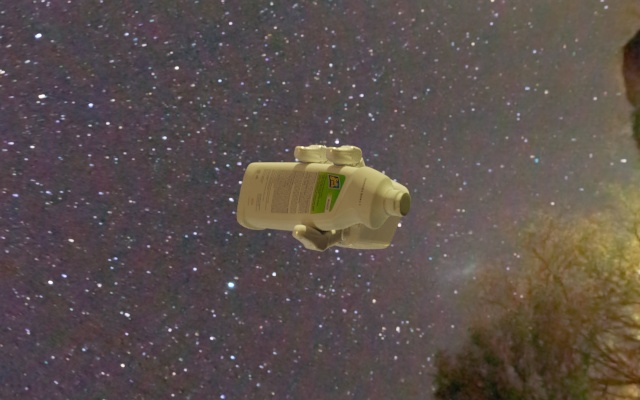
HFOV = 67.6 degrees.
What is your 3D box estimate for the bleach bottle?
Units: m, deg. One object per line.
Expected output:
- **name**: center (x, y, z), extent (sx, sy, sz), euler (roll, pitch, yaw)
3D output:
- **bleach bottle**: center (0.000, 0.002, 0.639), extent (0.251, 0.102, 0.068), euler (6, -6, 38)
